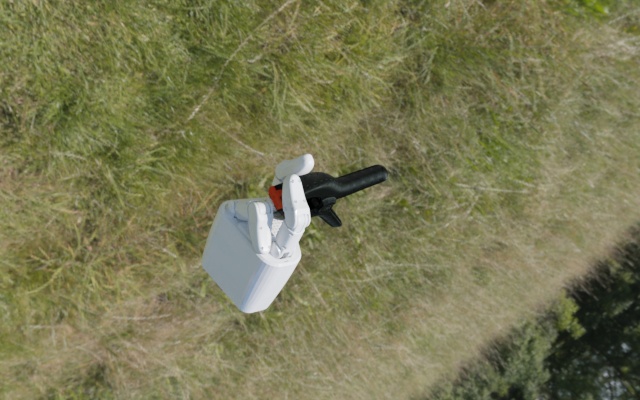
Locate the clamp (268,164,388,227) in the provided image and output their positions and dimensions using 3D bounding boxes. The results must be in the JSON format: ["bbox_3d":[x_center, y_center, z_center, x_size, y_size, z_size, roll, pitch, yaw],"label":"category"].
[{"bbox_3d":[0.000,0.002,0.618,0.171,0.039,0.120,-5,-41,-38],"label":"clamp"}]
